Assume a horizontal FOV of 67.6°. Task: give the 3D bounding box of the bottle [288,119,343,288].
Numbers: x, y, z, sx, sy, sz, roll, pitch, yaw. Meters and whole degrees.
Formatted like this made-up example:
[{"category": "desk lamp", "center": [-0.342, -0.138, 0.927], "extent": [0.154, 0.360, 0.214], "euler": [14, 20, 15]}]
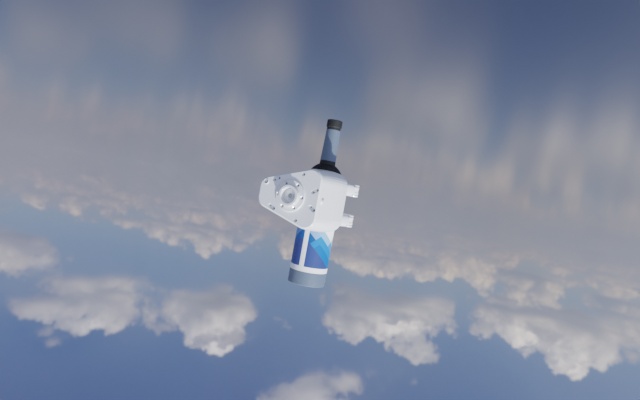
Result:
[{"category": "bottle", "center": [0.000, 0.003, 0.852], "extent": [0.069, 0.295, 0.069], "euler": [10, 1, 0]}]
